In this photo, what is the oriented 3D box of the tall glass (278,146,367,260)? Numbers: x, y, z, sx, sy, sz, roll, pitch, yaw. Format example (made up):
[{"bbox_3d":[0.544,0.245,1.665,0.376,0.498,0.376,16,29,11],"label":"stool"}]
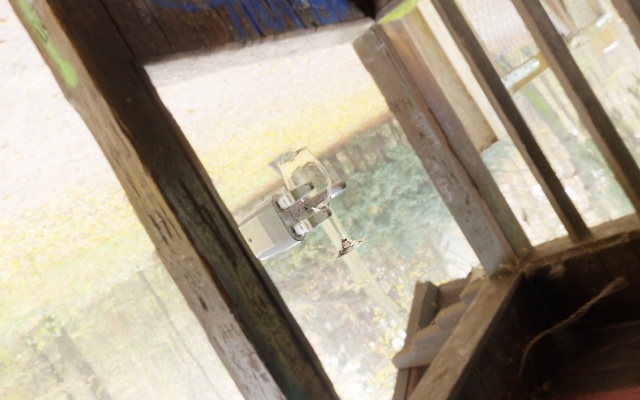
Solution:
[{"bbox_3d":[0.001,0.003,0.863,0.079,0.201,0.079,-31,1,0],"label":"tall glass"}]
